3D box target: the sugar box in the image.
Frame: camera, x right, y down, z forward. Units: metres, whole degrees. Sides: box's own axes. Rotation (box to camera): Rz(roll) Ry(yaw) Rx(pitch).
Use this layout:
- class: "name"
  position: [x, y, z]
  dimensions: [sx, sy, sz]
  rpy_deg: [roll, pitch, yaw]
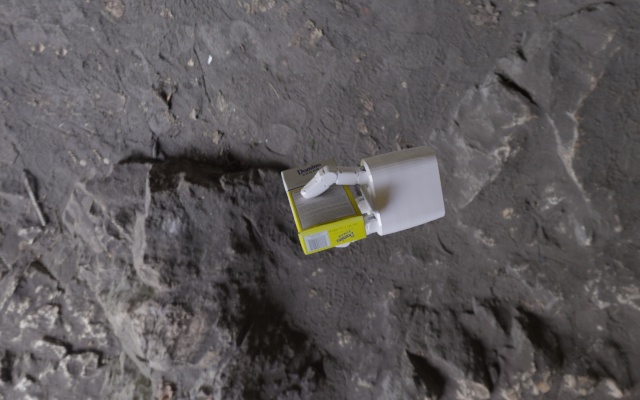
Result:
- class: "sugar box"
  position: [0.000, 0.003, 0.728]
  dimensions: [0.093, 0.048, 0.176]
  rpy_deg: [-15, 32, -4]
